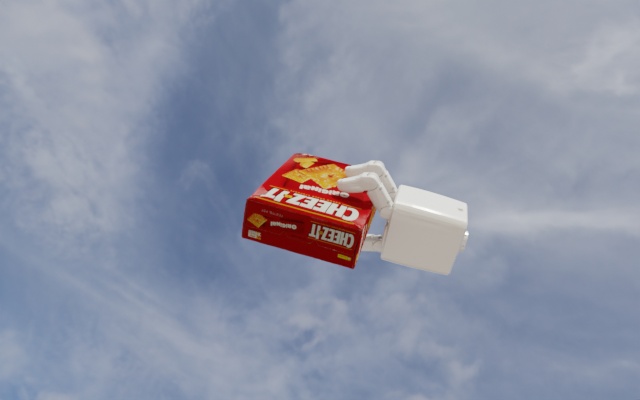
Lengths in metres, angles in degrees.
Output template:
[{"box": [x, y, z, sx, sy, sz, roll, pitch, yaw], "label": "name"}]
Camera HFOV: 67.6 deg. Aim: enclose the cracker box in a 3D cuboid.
[{"box": [0.000, 0.002, 0.725, 0.164, 0.072, 0.213, 14, 26, 10], "label": "cracker box"}]
